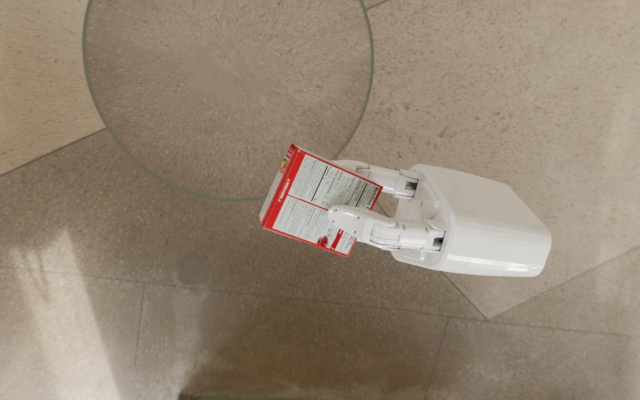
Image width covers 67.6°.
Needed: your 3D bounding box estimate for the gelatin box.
[{"bbox_3d":[0.000,0.001,0.421,0.089,0.073,0.030,21,9,-23],"label":"gelatin box"}]
